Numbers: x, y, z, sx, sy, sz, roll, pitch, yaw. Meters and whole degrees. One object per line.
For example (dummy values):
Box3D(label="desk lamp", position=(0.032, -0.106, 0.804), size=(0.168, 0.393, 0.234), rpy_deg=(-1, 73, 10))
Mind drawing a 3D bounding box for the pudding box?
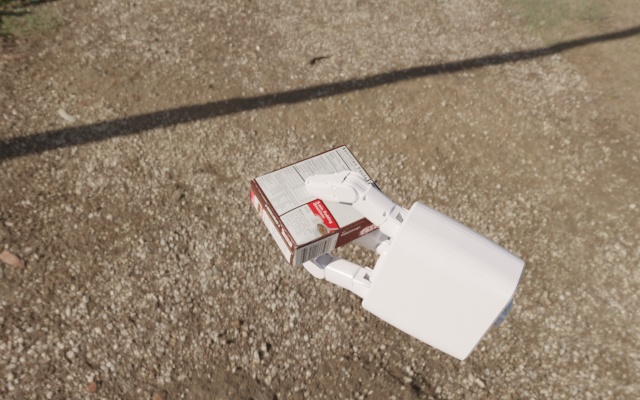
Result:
Box3D(label="pudding box", position=(0.000, 0.001, 0.468), size=(0.113, 0.090, 0.039), rpy_deg=(-21, -30, -25))
